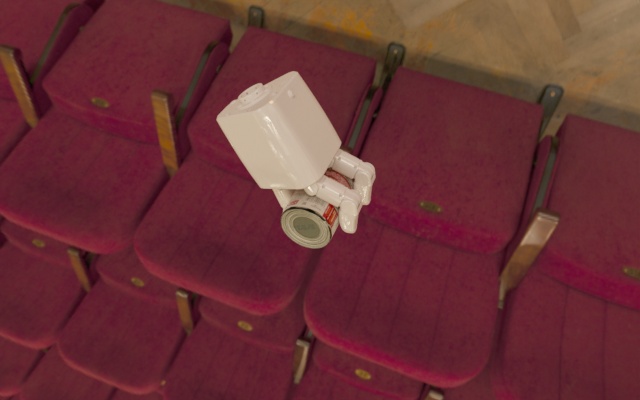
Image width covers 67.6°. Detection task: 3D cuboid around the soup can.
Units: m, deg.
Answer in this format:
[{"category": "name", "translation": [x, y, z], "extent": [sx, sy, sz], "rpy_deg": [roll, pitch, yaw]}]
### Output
[{"category": "soup can", "translation": [0.000, 0.003, 0.604], "extent": [0.068, 0.068, 0.102], "rpy_deg": [0, 40, 28]}]
